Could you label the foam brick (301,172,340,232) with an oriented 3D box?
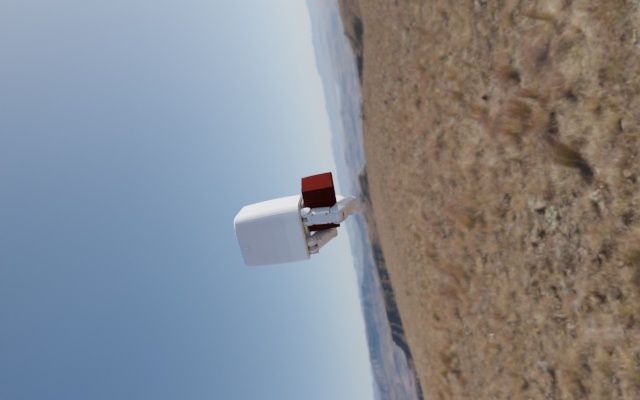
[{"bbox_3d":[0.000,0.002,0.770,0.051,0.078,0.053,-9,29,4],"label":"foam brick"}]
